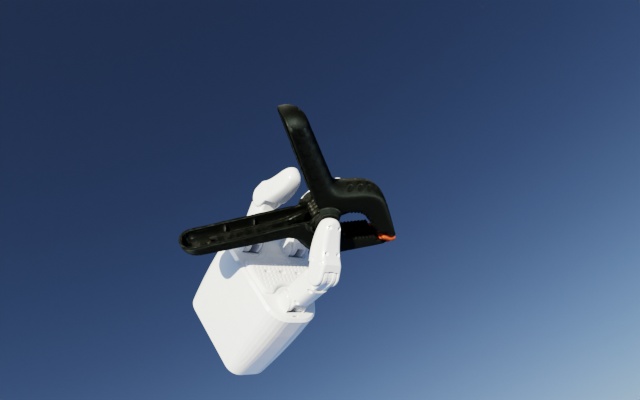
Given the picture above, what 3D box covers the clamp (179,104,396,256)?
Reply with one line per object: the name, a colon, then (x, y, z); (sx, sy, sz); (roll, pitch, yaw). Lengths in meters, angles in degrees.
clamp: (0.001, 0.002, 0.433); (0.210, 0.036, 0.165); (11, -49, -36)
